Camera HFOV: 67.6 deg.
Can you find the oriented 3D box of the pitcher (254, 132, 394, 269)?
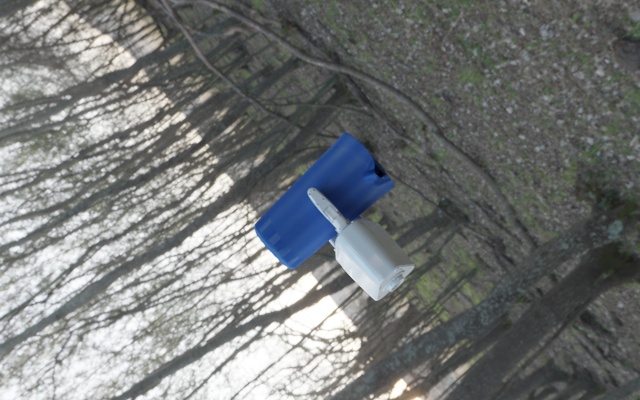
[{"bbox_3d":[0.000,0.003,0.862,0.145,0.243,0.149,47,-2,25],"label":"pitcher"}]
